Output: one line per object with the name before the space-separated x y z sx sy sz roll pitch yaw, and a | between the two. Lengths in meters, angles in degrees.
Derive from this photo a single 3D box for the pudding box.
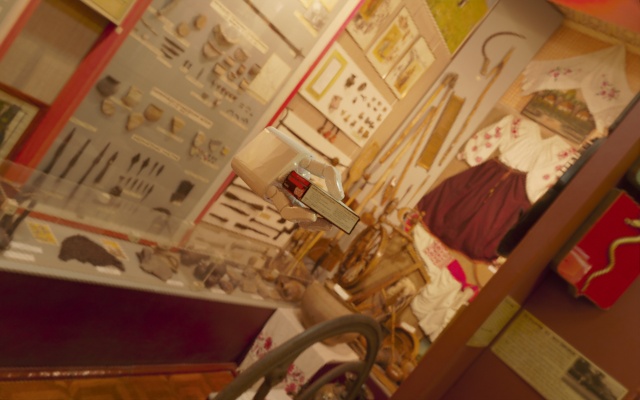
pudding box | 0.000 0.002 0.776 0.113 0.039 0.090 33 3 -28
